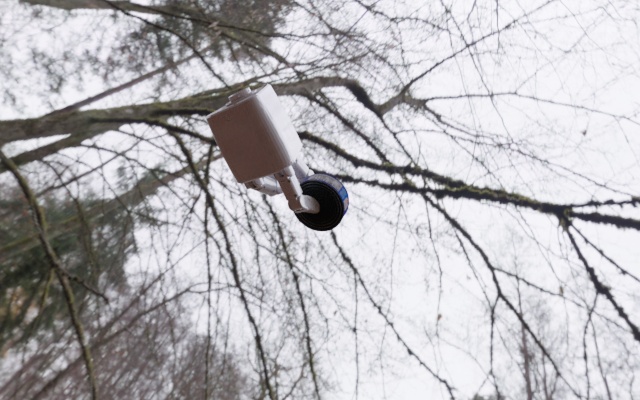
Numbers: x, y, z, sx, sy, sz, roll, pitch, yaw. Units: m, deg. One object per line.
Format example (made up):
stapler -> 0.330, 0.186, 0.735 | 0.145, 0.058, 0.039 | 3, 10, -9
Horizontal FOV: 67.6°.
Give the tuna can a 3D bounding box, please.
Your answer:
tuna can -> 0.000, 0.002, 0.732 | 0.086, 0.086, 0.033 | 0, 25, 22
